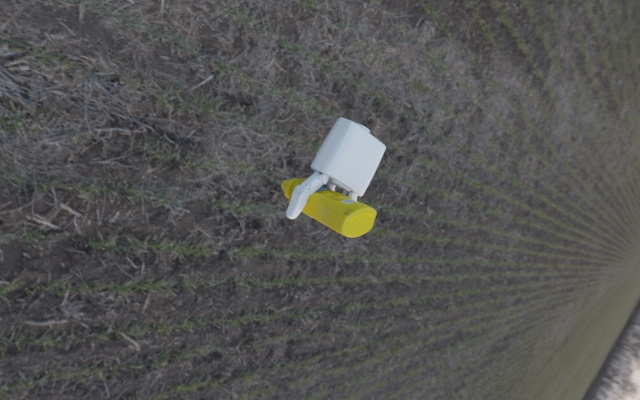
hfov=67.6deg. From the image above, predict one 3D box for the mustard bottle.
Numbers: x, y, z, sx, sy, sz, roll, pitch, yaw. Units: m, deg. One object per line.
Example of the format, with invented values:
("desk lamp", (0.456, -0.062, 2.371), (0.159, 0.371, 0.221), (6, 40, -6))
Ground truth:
("mustard bottle", (0.000, 0.003, 0.867), (0.191, 0.058, 0.096), (27, 22, 35))
